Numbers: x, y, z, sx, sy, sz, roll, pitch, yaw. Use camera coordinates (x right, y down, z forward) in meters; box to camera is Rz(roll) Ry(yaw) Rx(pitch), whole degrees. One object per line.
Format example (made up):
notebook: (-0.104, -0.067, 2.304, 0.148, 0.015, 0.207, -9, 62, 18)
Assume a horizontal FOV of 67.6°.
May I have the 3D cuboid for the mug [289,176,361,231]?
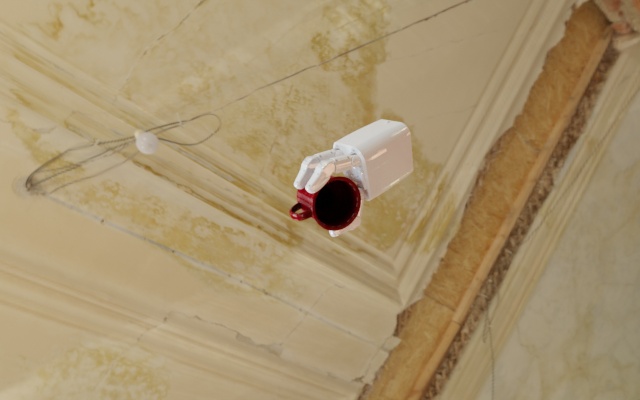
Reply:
mug: (-0.001, 0.003, 0.821, 0.117, 0.093, 0.081, -29, 24, -18)
